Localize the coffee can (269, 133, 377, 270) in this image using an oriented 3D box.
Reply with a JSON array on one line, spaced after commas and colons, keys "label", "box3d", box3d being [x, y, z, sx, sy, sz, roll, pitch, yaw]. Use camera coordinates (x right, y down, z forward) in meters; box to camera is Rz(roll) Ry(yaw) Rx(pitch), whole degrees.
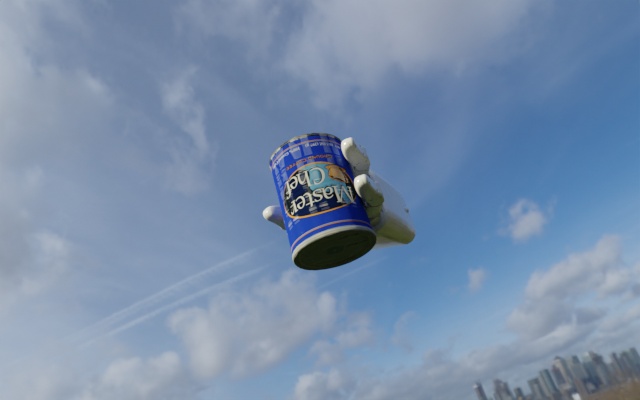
[{"label": "coffee can", "box3d": [0.000, 0.002, 0.596, 0.103, 0.140, 0.103, -13, -29, -7]}]
